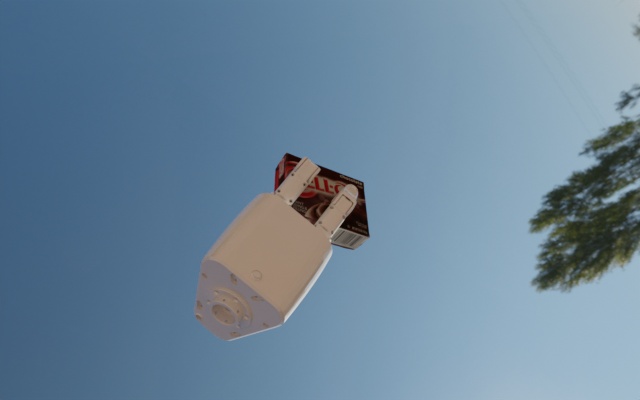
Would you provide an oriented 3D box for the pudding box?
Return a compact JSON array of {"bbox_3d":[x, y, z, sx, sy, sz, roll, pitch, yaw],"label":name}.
[{"bbox_3d":[0.000,0.002,0.567,0.113,0.090,0.039,21,-46,-23],"label":"pudding box"}]
